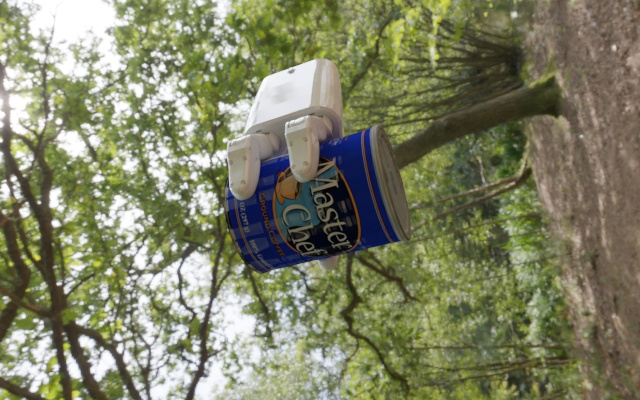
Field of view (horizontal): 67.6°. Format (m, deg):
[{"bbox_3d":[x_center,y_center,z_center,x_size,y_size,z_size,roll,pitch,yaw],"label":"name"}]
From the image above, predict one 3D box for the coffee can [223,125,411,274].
[{"bbox_3d":[0.000,0.002,0.430,0.140,0.103,0.103,-15,-4,16],"label":"coffee can"}]
